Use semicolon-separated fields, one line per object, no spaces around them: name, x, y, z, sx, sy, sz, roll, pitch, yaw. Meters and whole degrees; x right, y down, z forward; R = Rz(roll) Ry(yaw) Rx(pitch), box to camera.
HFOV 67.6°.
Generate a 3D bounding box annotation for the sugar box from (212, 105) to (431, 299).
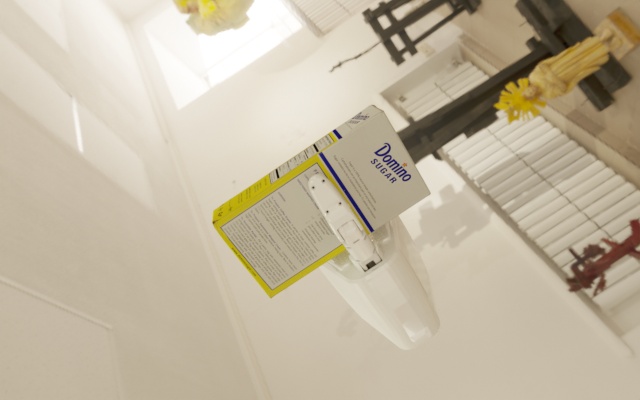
sugar box;0.000;0.001;0.433;0.176;0.093;0.048;-34;22;1
